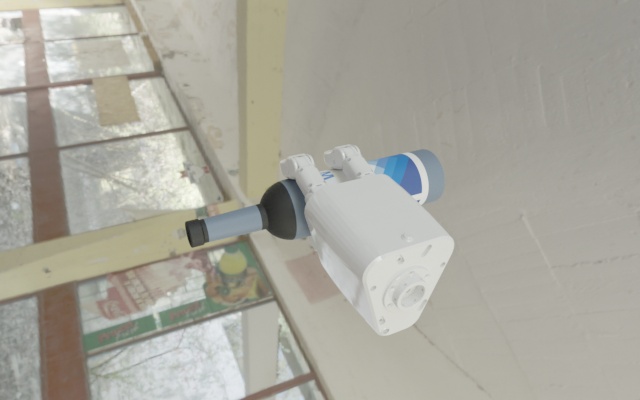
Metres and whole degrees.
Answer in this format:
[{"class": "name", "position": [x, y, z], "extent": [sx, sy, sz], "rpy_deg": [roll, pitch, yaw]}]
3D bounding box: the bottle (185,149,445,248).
[{"class": "bottle", "position": [0.000, 0.002, 0.532], "extent": [0.295, 0.069, 0.069], "rpy_deg": [-14, 5, -23]}]
